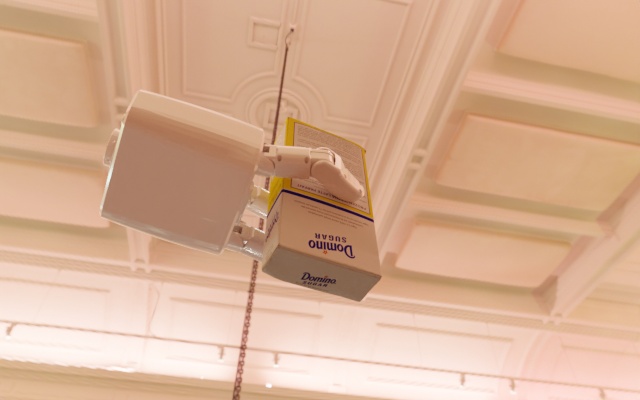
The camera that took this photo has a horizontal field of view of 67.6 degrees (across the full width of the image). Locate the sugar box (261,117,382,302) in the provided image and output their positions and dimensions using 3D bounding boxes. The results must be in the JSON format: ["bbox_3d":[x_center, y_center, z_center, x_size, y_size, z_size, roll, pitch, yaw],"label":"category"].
[{"bbox_3d":[0.000,0.002,0.442,0.093,0.176,0.048,19,-48,-17],"label":"sugar box"}]
